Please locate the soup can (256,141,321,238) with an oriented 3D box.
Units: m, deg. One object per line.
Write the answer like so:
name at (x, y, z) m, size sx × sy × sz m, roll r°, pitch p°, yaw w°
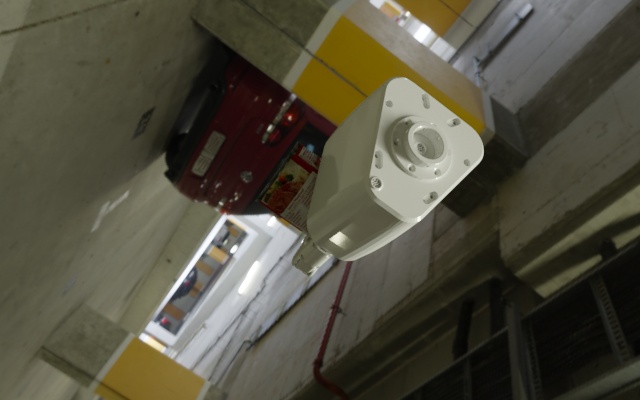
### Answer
soup can at (0.000, 0.002, 0.450) m, size 0.102 × 0.068 × 0.068 m, roll 35°, pitch -5°, yaw -7°
